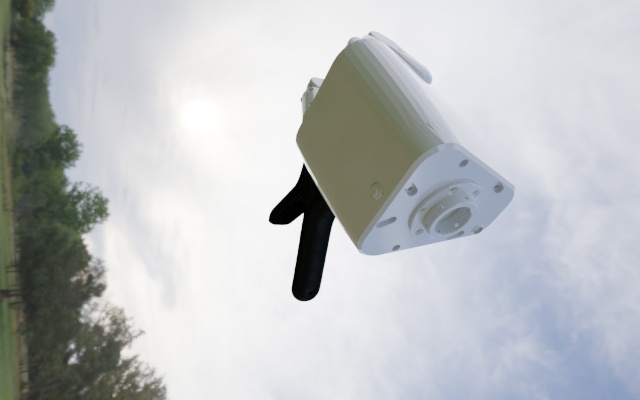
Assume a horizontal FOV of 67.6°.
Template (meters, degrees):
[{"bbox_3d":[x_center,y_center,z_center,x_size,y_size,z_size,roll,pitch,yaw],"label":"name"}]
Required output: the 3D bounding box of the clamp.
[{"bbox_3d":[0.001,0.001,0.416,0.039,0.120,0.172,3,-46,-29],"label":"clamp"}]
